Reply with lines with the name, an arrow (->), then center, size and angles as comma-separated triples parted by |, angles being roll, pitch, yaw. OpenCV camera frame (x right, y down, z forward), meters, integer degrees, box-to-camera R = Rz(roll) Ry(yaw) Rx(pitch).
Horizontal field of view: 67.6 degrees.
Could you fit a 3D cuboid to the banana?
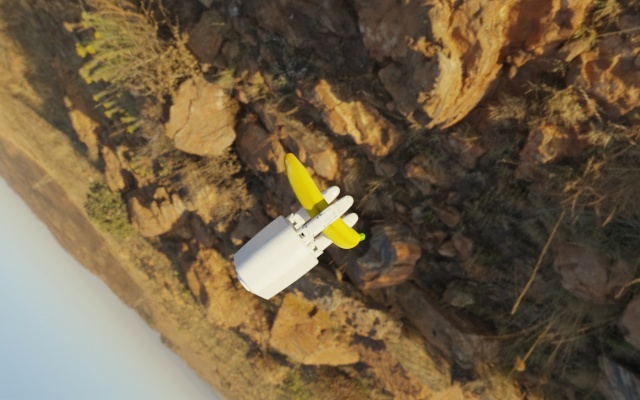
banana -> 0.002, 0.013, 0.755 | 0.037, 0.198, 0.069 | -35, 19, 15
